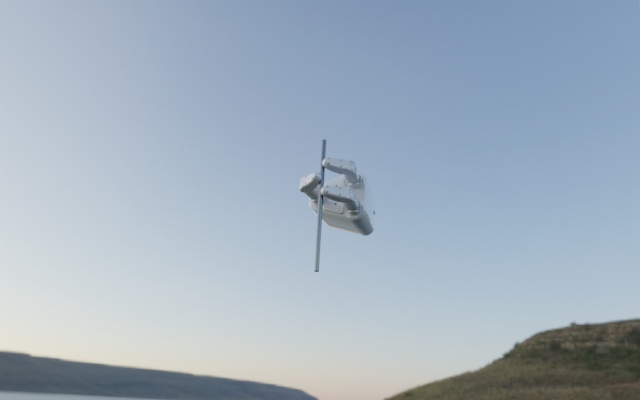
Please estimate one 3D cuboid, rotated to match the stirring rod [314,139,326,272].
[{"bbox_3d":[0.000,0.003,0.809,0.011,0.239,0.011,3,-23,1],"label":"stirring rod"}]
